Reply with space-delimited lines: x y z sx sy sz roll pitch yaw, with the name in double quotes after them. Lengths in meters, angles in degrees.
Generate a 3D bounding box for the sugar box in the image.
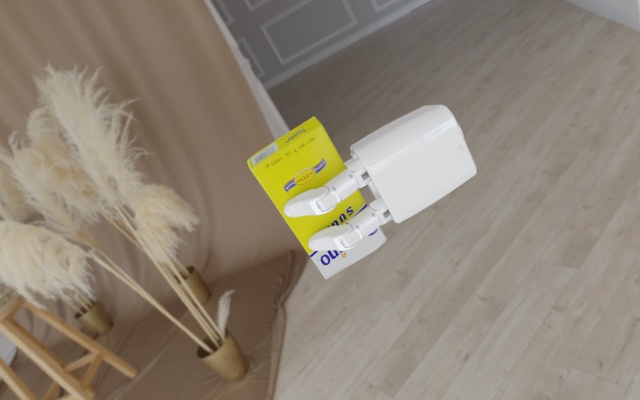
0.000 0.002 0.562 0.093 0.176 0.048 -32 25 1 "sugar box"
